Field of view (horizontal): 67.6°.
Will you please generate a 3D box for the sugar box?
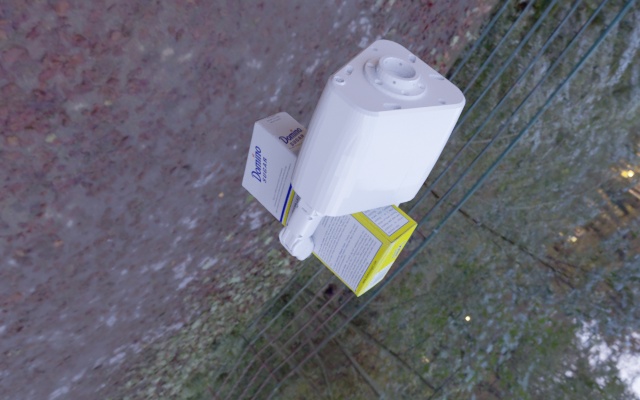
[{"bbox_3d":[0.001,0.001,0.465,0.048,0.176,0.093,-28,-27,-38],"label":"sugar box"}]
